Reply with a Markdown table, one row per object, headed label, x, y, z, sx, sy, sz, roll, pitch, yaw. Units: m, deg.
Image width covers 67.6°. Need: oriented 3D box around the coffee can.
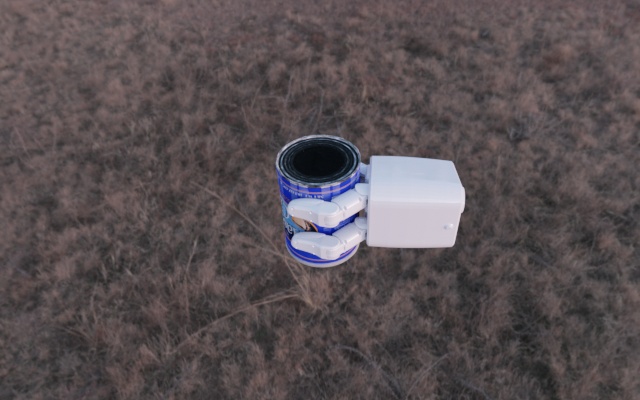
| label | x | y | z | sx | sy | sz | roll | pitch | yaw |
| --- | --- | --- | --- | --- | --- | --- | --- | --- | --- |
| coffee can | 0.000 | 0.002 | 0.615 | 0.103 | 0.140 | 0.102 | -2 | 42 | 2 |
